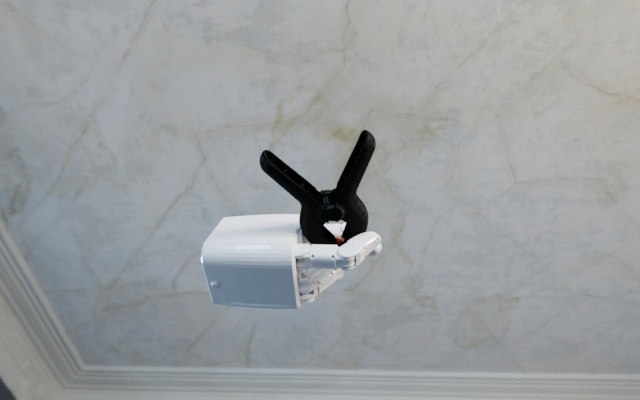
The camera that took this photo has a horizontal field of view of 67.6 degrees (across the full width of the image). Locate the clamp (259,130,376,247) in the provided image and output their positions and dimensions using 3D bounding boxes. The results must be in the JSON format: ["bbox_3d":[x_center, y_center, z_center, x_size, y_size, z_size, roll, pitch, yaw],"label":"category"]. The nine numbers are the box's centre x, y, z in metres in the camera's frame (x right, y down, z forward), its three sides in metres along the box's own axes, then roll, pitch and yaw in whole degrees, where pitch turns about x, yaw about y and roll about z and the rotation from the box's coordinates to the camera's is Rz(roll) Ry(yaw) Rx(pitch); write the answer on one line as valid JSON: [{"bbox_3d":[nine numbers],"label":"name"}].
[{"bbox_3d":[0.000,0.001,0.532,0.120,0.172,0.039,0,36,5],"label":"clamp"}]
